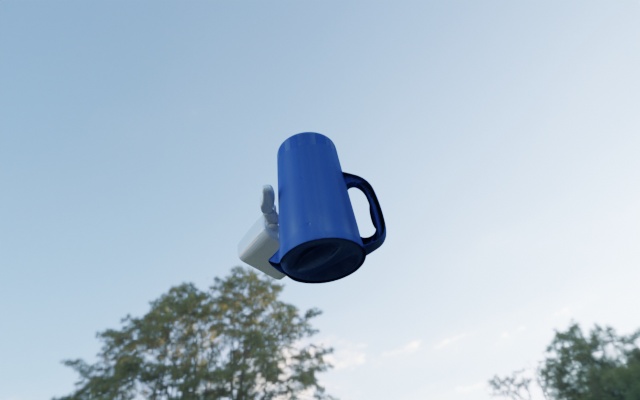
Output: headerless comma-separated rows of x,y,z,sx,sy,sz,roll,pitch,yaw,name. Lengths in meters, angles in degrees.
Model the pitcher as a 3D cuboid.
0.000,0.003,0.790,0.149,0.242,0.145,17,-44,-30,pitcher
